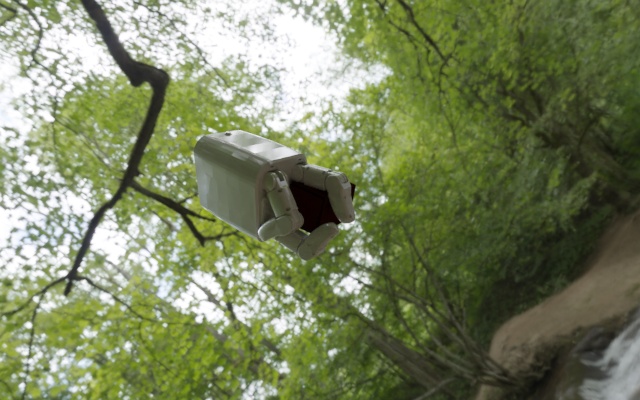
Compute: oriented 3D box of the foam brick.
[{"bbox_3d":[0.000,0.002,0.595,0.051,0.053,0.078,24,25,26],"label":"foam brick"}]
